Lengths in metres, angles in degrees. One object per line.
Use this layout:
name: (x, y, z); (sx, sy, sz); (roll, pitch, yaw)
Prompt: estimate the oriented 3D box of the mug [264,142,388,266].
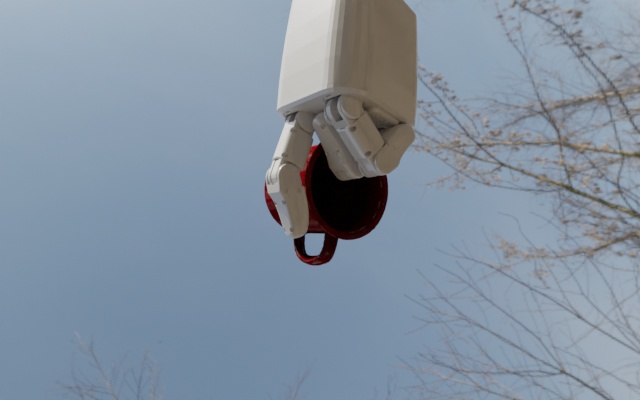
mug: (0.000, 0.003, 0.441); (0.093, 0.117, 0.081); (13, -11, -36)
